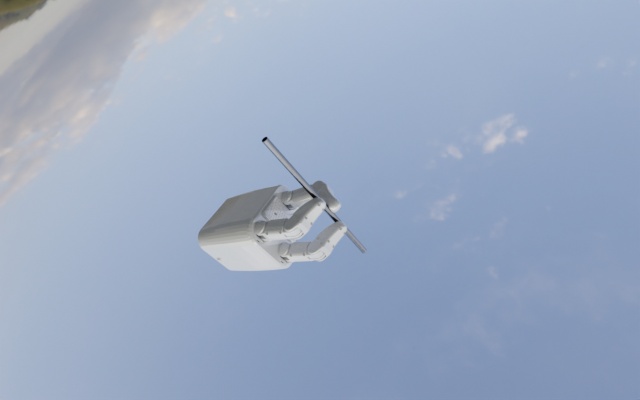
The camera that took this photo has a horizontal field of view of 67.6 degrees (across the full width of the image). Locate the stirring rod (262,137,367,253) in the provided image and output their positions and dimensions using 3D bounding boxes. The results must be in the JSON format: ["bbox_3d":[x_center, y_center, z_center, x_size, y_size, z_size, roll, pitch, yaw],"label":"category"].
[{"bbox_3d":[0.000,0.002,0.607,0.011,0.011,0.240,0,-36,40],"label":"stirring rod"}]
